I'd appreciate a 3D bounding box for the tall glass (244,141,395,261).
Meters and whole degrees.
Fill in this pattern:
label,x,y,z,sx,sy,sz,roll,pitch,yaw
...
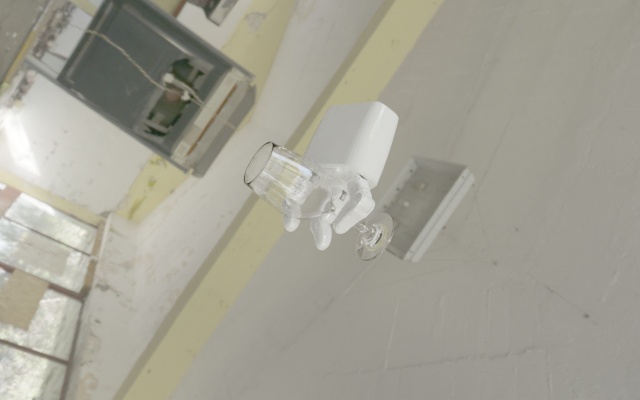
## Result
label,x,y,z,sx,sy,sz,roll,pitch,yaw
tall glass,0.001,0.002,0.621,0.201,0.079,0.079,32,-15,-26
